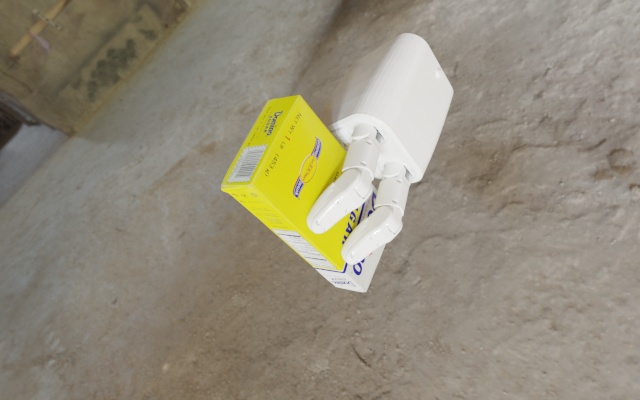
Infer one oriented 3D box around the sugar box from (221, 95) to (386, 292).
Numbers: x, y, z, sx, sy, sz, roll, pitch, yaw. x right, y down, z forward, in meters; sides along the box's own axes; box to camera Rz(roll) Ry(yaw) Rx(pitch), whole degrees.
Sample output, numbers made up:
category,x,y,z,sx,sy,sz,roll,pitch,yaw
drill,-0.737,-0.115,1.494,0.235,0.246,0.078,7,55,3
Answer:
category,x,y,z,sx,sy,sz,roll,pitch,yaw
sugar box,0.000,0.001,0.427,0.048,0.093,0.176,1,-33,44
